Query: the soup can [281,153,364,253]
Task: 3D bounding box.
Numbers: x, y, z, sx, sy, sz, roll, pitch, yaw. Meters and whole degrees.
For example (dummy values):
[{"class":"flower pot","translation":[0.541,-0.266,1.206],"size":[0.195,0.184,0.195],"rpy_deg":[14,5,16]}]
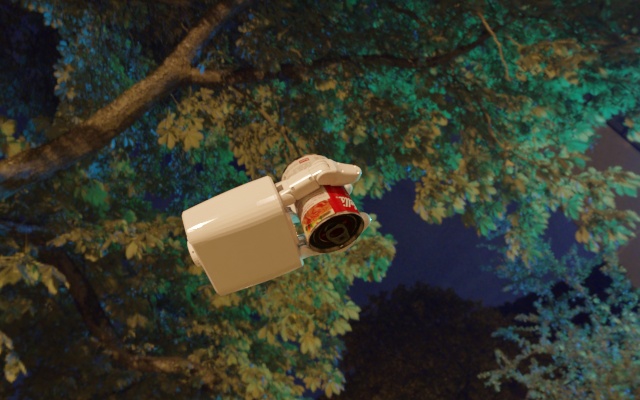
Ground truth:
[{"class":"soup can","translation":[0.000,0.001,0.563],"size":[0.068,0.102,0.069],"rpy_deg":[-16,-39,-14]}]
